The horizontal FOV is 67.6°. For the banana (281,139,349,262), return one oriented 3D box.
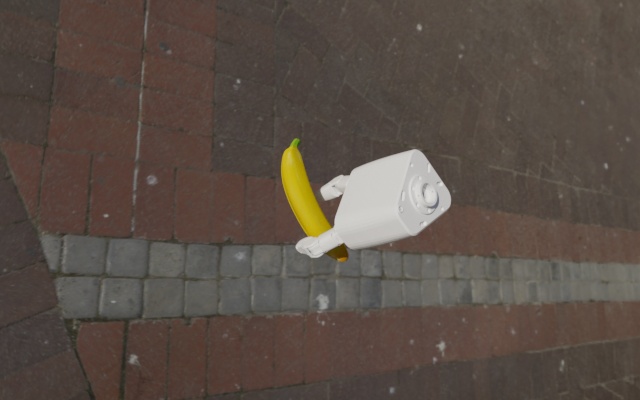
[{"bbox_3d":[-0.013,0.004,0.688,0.069,0.198,0.037,-20,-1,-45],"label":"banana"}]
